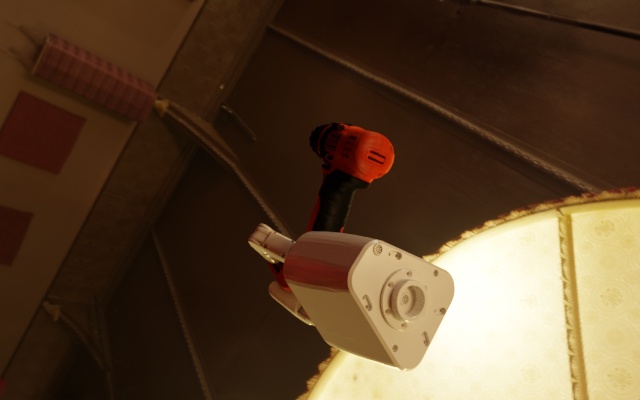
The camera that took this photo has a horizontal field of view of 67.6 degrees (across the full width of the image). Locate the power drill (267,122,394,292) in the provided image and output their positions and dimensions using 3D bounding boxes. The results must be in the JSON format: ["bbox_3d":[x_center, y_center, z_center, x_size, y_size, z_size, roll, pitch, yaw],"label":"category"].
[{"bbox_3d":[0.000,0.002,0.538,0.057,0.187,0.184,19,6,-19],"label":"power drill"}]
